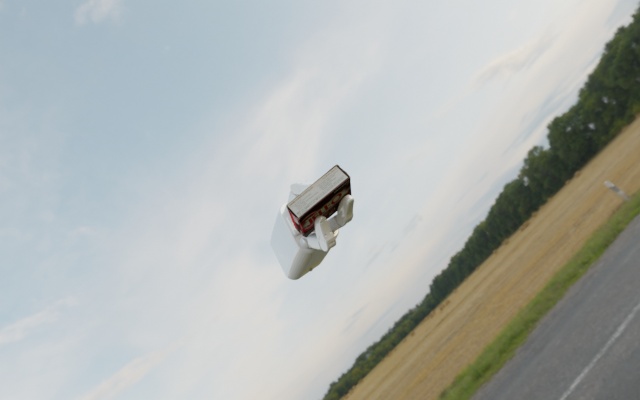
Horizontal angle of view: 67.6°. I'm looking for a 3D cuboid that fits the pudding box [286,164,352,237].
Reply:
[{"bbox_3d":[0.000,0.003,0.801,0.113,0.039,0.090,-41,-20,-12],"label":"pudding box"}]
